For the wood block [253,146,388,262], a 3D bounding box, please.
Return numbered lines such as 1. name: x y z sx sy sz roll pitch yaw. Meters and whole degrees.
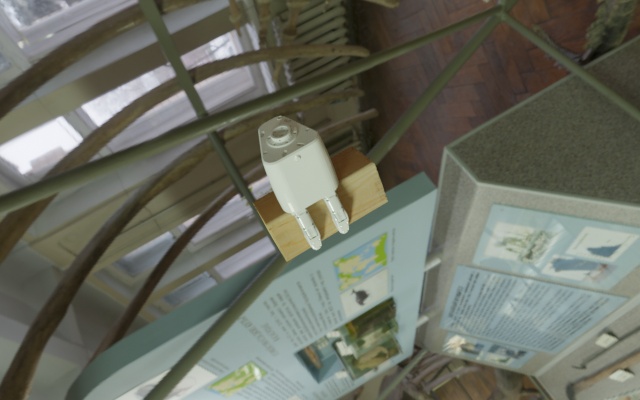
1. wood block: 0.000 0.002 0.836 0.206 0.090 0.090 -30 34 -8
